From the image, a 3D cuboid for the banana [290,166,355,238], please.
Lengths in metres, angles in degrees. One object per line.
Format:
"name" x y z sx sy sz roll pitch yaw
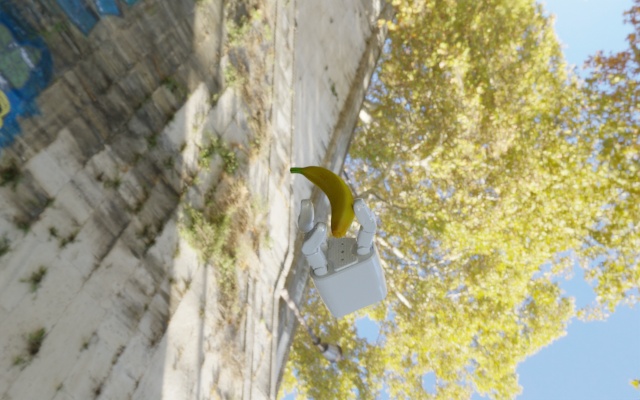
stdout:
"banana" 0.016 -0.007 0.763 0.069 0.037 0.197 -23 38 -11
